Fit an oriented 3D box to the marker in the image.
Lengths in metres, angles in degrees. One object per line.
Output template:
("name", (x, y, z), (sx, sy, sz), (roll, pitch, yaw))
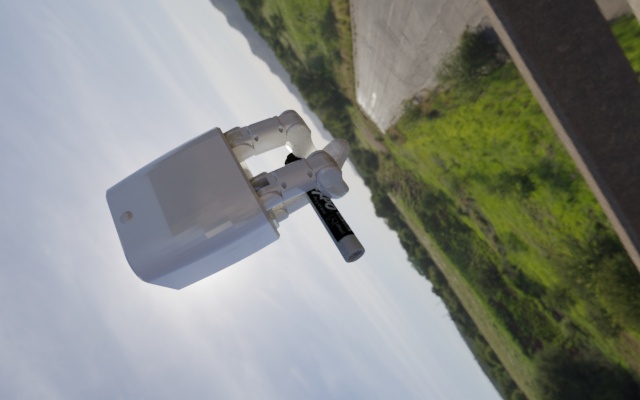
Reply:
("marker", (0.000, 0.001, 0.413), (0.020, 0.121, 0.020), (-23, -33, -16))
